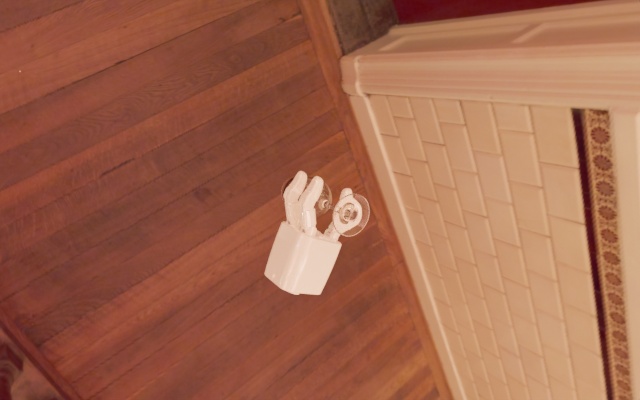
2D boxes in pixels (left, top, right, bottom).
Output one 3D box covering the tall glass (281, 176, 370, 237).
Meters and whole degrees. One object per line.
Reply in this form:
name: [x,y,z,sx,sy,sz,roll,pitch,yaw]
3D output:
tall glass: [0.001,0.003,0.875,0.079,0.079,0.201,0,13,-32]
